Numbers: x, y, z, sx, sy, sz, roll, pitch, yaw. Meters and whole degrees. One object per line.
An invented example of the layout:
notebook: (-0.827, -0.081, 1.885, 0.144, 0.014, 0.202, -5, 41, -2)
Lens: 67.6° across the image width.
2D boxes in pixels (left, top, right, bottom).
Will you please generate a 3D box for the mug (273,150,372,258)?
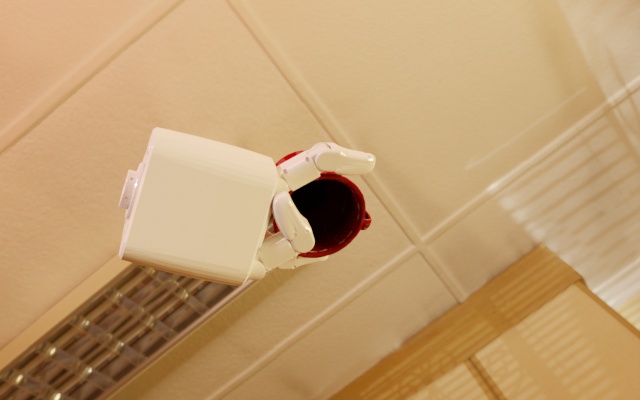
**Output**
mug: (0.001, 0.002, 0.498, 0.117, 0.093, 0.081, 15, 21, -24)
